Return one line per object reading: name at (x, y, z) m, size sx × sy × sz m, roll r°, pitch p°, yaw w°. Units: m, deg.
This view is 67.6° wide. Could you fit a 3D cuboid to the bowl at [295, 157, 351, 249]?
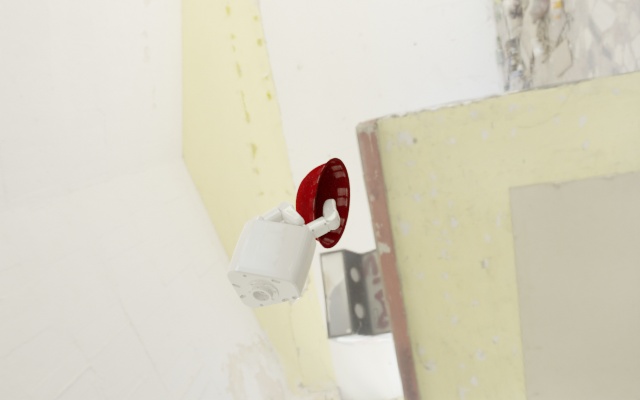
bowl at (0.000, 0.002, 0.852) m, size 0.055 × 0.162 × 0.162 m, roll 6°, pitch 2°, yaw 25°
